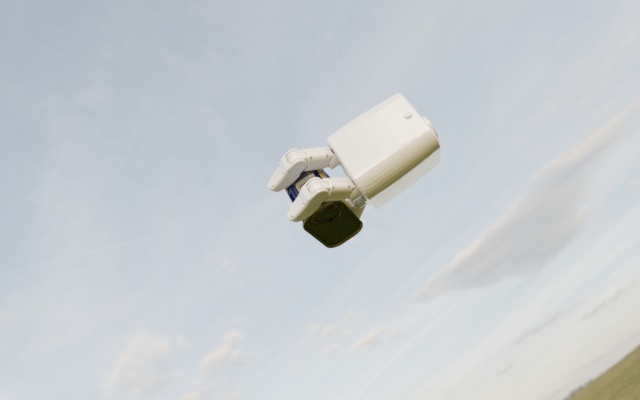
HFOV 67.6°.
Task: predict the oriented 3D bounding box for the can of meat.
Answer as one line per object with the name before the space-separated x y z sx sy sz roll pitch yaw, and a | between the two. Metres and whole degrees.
can of meat | 0.000 0.002 0.610 0.057 0.084 0.102 -35 -33 8
